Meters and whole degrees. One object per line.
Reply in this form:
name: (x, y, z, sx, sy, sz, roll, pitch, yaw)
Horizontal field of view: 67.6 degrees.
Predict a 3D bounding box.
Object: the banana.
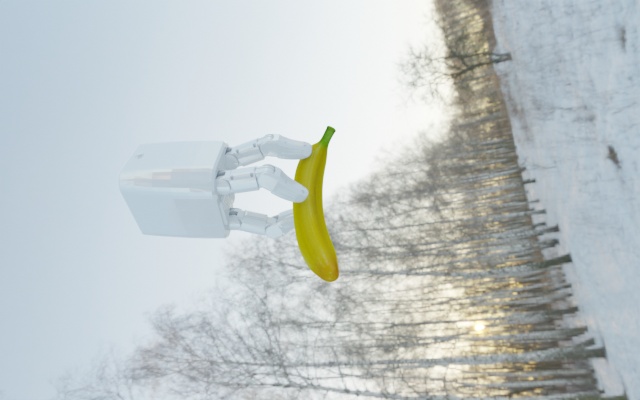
banana: (-0.007, 0.008, 0.546, 0.037, 0.197, 0.070, 11, -33, -21)
